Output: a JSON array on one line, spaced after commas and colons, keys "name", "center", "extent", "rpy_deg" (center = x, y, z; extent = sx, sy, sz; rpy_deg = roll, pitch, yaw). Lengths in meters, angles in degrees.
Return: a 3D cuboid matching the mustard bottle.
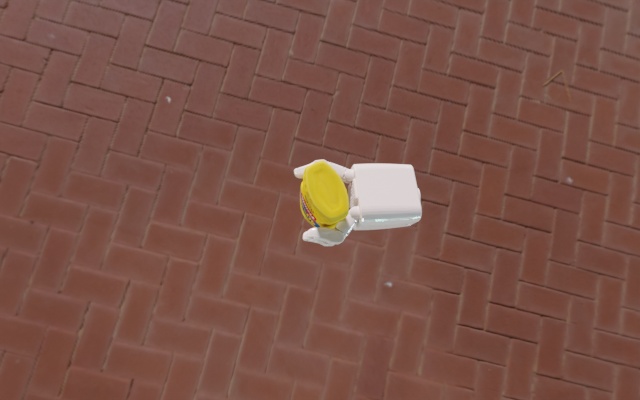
[{"name": "mustard bottle", "center": [0.000, 0.003, 0.808], "extent": [0.058, 0.096, 0.192], "rpy_deg": [-26, -7, -11]}]
